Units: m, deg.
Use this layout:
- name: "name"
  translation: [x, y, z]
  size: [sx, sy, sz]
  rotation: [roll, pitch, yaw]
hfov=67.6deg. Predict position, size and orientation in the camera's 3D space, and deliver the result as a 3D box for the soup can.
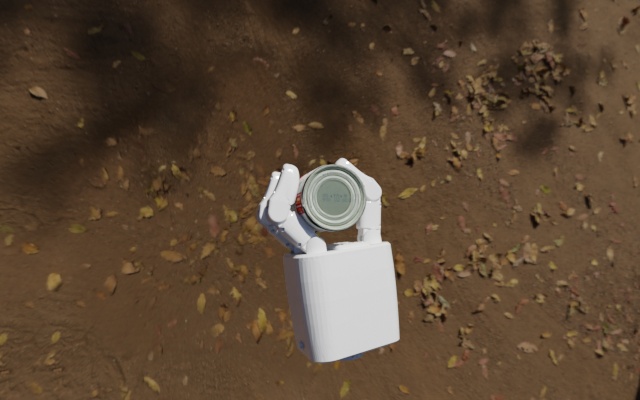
- name: "soup can"
  translation: [0.000, 0.001, 0.508]
  size: [0.068, 0.068, 0.102]
  rotation: [0, -5, -16]
